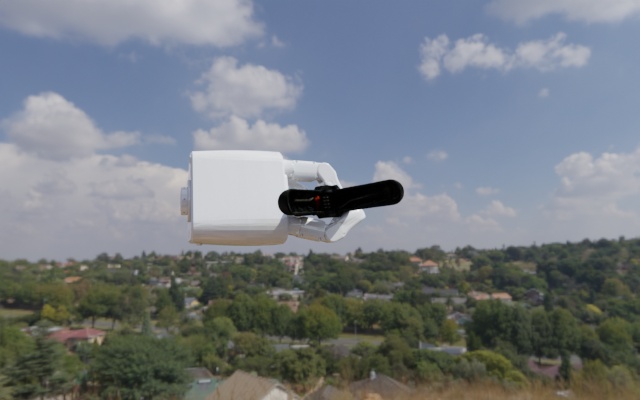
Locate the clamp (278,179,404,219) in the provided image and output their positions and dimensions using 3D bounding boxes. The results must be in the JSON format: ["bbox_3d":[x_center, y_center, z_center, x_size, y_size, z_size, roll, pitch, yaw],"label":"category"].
[{"bbox_3d":[0.000,0.001,0.512,0.120,0.039,0.171,1,-7,-18],"label":"clamp"}]
